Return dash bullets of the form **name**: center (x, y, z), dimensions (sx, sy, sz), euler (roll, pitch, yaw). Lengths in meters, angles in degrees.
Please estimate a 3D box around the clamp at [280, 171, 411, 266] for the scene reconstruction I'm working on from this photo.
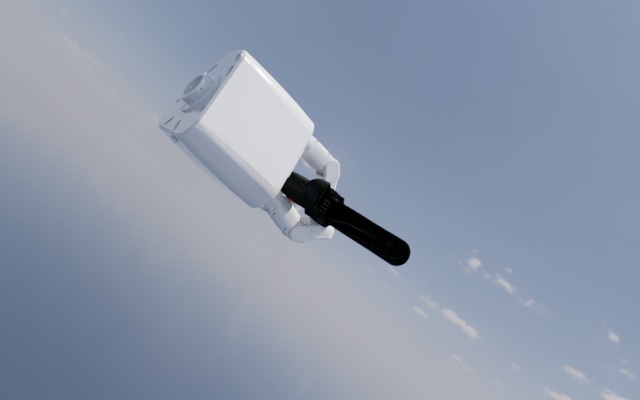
- **clamp**: center (0.000, 0.001, 0.459), dimensions (0.120, 0.039, 0.171), euler (45, -11, -35)
